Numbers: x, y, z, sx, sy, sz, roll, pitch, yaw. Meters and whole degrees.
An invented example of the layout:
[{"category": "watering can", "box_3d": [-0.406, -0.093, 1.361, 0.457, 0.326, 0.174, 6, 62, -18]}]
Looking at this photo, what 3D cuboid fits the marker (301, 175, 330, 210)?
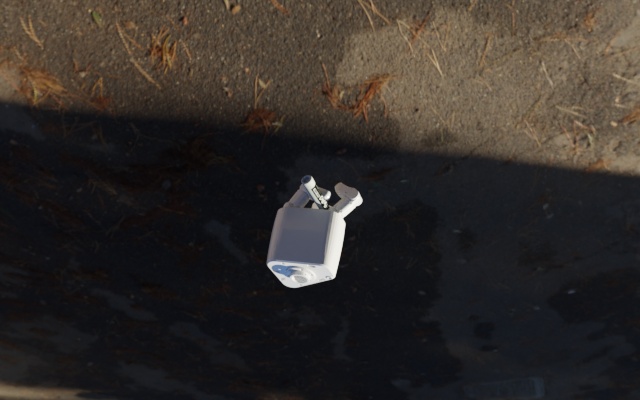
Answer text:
[{"category": "marker", "box_3d": [0.000, 0.003, 0.807, 0.020, 0.020, 0.121, 0, -37, 28]}]
